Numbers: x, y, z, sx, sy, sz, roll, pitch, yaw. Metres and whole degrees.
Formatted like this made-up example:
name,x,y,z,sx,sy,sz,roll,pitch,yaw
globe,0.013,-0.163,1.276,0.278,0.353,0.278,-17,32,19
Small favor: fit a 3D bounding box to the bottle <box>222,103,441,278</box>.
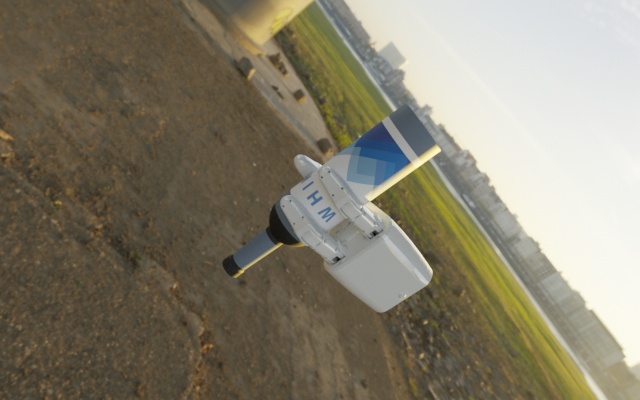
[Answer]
name,x,y,z,sx,sy,sz,roll,pitch,yaw
bottle,0.000,0.002,0.568,0.296,0.069,0.069,-36,-10,14
